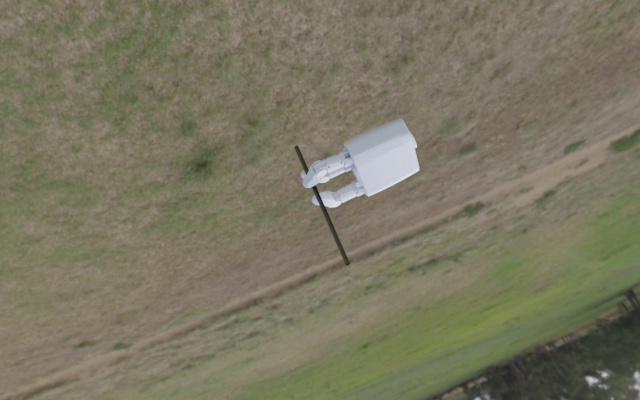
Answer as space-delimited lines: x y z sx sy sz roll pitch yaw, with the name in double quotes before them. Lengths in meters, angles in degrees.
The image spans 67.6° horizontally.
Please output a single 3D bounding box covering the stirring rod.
"stirring rod" 0.000 0.003 0.818 0.011 0.239 0.011 -20 -25 -9
